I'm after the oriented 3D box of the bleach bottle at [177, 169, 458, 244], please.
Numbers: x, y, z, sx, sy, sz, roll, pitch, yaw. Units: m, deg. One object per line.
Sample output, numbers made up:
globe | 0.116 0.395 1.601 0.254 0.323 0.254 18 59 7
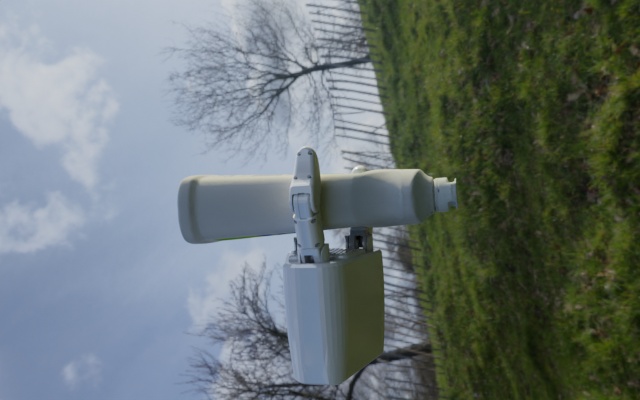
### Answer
bleach bottle | 0.000 0.001 0.455 0.251 0.068 0.102 -3 1 16
